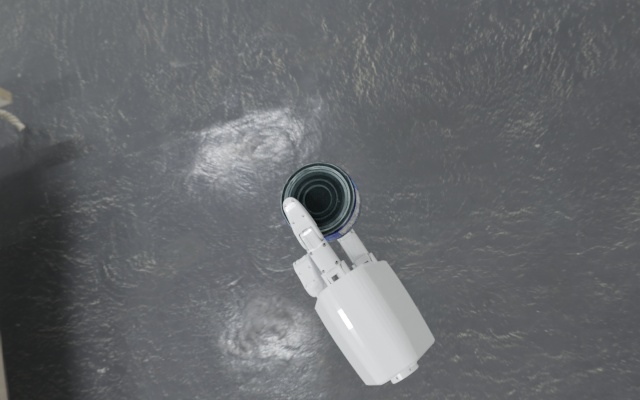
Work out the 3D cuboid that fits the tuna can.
[{"bbox_3d":[0.000,0.002,0.525,0.086,0.086,0.034,0,-12,15],"label":"tuna can"}]
